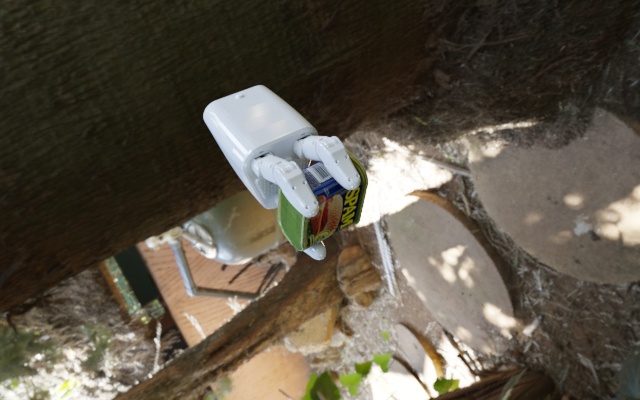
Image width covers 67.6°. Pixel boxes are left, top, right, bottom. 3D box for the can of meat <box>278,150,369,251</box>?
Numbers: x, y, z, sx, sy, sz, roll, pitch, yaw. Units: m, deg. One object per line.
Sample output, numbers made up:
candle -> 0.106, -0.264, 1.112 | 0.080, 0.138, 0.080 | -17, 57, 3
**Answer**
can of meat -> 0.000, 0.002, 0.539 | 0.084, 0.057, 0.102 | -27, -32, -24
